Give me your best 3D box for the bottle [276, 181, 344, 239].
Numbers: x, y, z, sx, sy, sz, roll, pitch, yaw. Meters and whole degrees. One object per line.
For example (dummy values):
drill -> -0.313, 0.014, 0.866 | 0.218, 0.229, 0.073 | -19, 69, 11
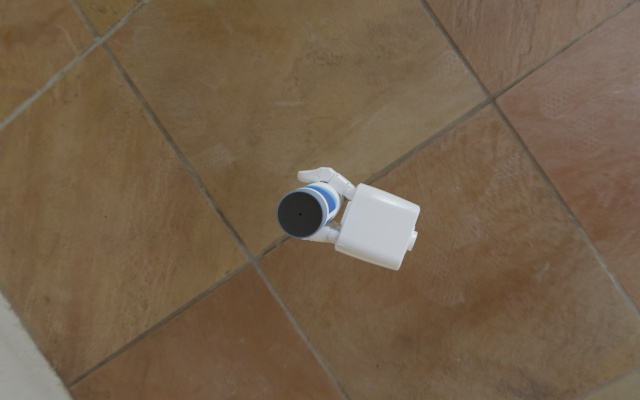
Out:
bottle -> 0.000, 0.003, 0.783 | 0.069, 0.069, 0.295 | 0, 6, 11
